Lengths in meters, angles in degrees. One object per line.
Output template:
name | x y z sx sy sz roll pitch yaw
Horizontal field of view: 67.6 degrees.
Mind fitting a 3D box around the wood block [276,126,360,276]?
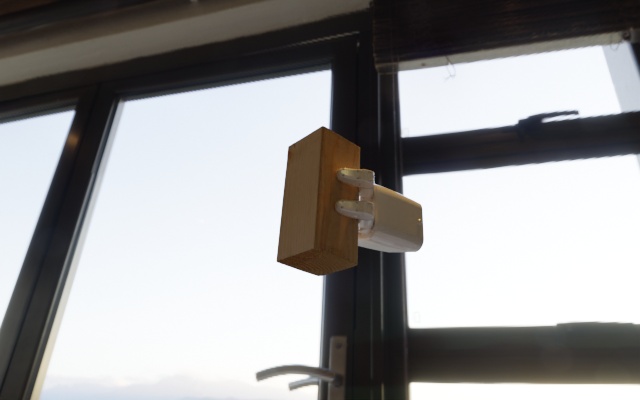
wood block | 0.000 0.003 0.752 0.090 0.206 0.091 25 -34 -35
